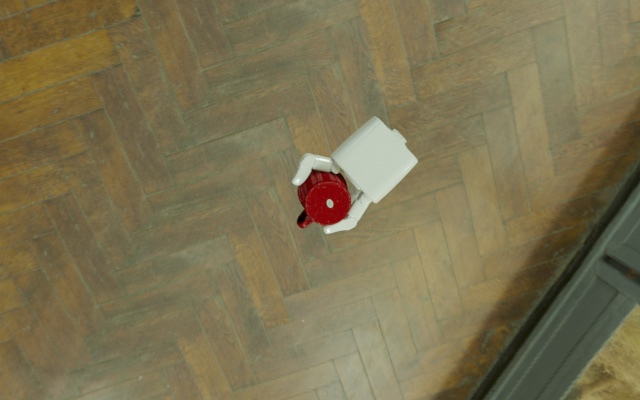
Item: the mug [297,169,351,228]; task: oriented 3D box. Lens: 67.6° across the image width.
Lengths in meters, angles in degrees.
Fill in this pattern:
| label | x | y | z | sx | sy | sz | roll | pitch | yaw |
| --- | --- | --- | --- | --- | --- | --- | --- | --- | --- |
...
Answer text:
| label | x | y | z | sx | sy | sz | roll | pitch | yaw |
| --- | --- | --- | --- | --- | --- | --- | --- | --- | --- |
| mug | -0.001 | 0.004 | 0.840 | 0.093 | 0.117 | 0.081 | 43 | 8 | -16 |
